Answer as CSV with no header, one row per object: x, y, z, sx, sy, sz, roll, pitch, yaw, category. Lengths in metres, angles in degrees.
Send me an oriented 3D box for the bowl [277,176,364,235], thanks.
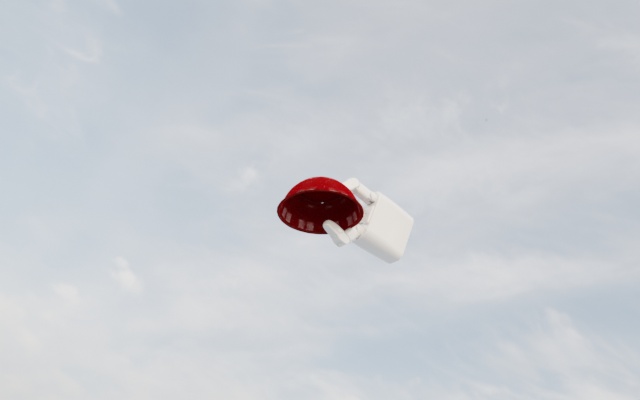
-0.001,0.002,0.897,0.162,0.055,0.162,1,-32,1,bowl
